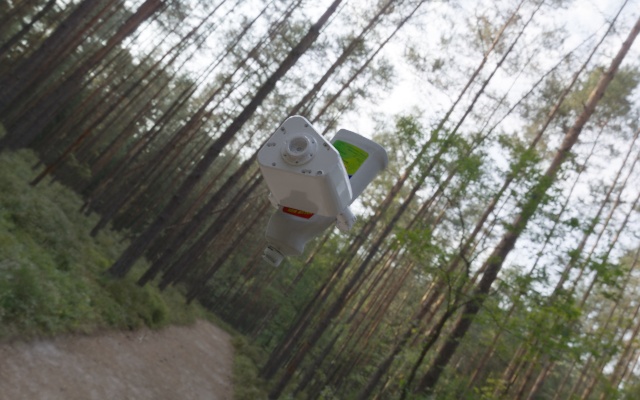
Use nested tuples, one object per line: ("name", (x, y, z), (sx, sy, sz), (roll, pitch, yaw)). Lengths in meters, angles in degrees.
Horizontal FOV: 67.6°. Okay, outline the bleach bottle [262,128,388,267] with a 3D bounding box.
("bleach bottle", (0.000, 0.002, 0.767), (0.102, 0.250, 0.068), (30, -18, 24))
